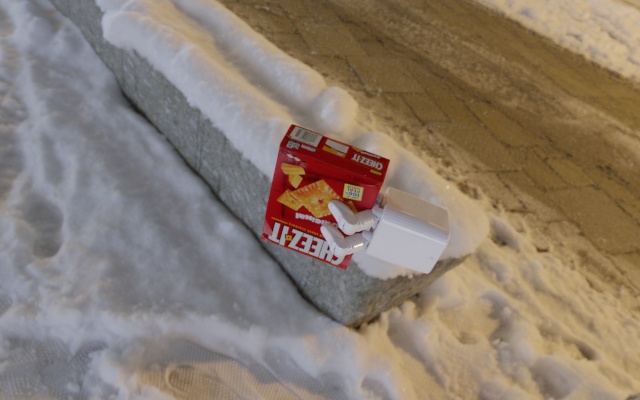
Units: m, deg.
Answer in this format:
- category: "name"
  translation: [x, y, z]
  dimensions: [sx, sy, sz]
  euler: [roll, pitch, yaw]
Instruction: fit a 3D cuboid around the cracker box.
- category: "cracker box"
  translation: [0.000, 0.002, 0.777]
  dimensions: [0.164, 0.214, 0.072]
  euler: [20, 43, 3]
